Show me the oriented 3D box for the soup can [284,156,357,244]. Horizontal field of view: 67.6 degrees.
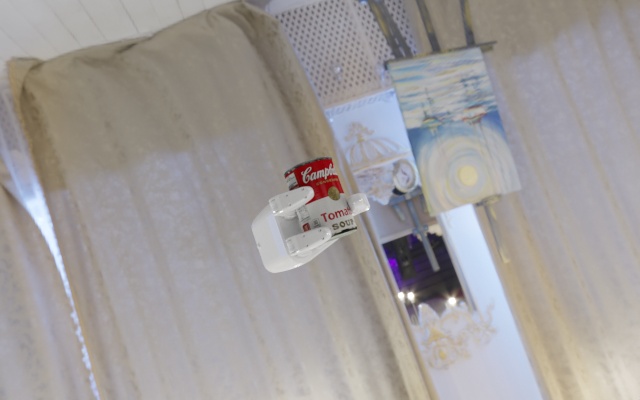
[{"bbox_3d":[0.001,0.002,0.625,0.068,0.102,0.068,-19,-8,-3],"label":"soup can"}]
